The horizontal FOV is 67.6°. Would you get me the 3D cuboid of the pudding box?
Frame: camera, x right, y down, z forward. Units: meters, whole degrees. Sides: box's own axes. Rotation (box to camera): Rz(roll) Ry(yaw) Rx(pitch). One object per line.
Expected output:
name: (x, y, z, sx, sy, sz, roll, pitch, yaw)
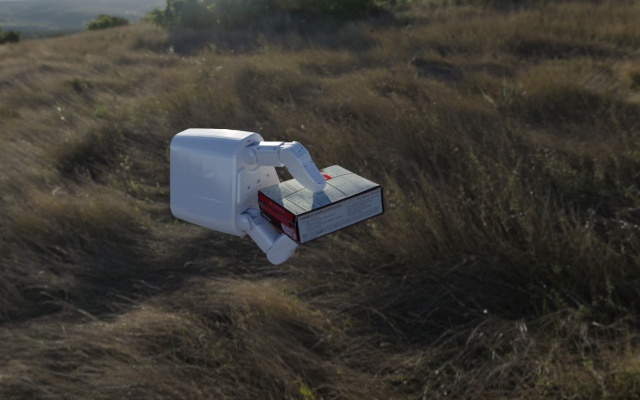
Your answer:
pudding box: (0.000, 0.002, 0.526, 0.113, 0.039, 0.090, -21, 29, -26)
